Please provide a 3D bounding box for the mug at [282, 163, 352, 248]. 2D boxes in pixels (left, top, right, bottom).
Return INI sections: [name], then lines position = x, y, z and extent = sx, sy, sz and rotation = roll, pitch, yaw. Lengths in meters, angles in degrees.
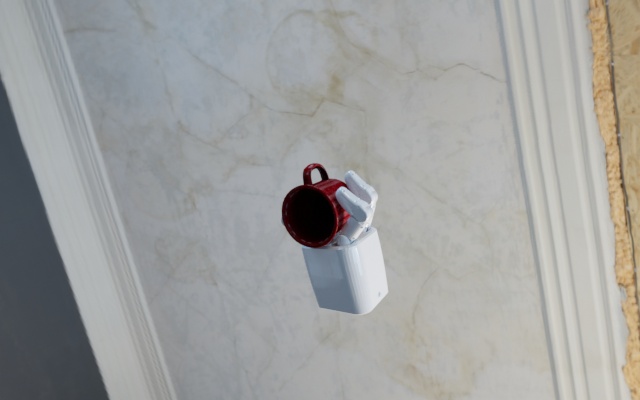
[mug]
position = 0.000, 0.001, 0.707
extent = 0.093, 0.117, 0.081
rotation = -8, 10, 32
